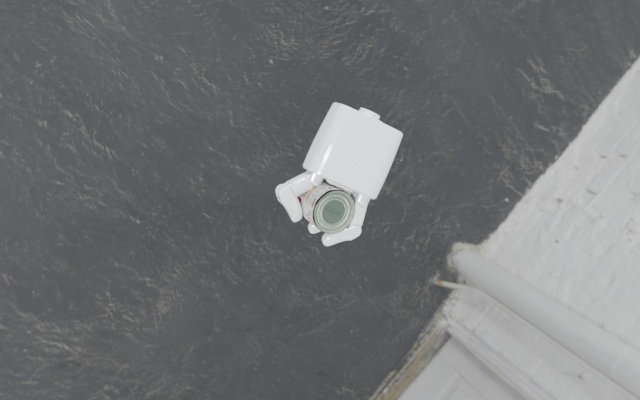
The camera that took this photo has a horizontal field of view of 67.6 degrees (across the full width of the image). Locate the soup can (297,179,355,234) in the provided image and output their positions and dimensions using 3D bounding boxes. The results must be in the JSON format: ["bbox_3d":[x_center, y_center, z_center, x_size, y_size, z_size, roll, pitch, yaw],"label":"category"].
[{"bbox_3d":[0.000,0.003,0.716,0.068,0.068,0.102,0,17,-25],"label":"soup can"}]
